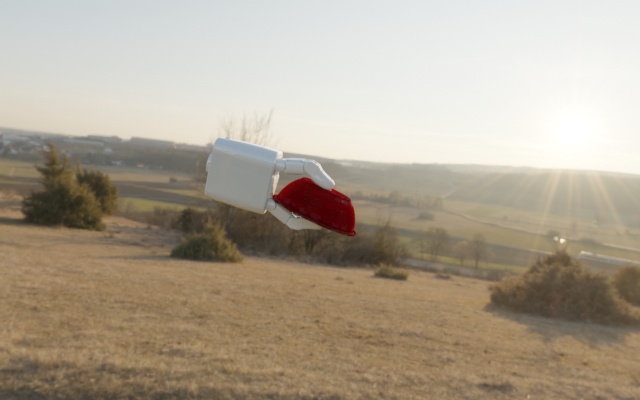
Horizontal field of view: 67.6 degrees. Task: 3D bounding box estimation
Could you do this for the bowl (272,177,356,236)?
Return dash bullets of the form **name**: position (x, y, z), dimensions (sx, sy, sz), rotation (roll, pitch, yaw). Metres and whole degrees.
- **bowl**: position (0.001, 0.003, 0.833), dimensions (0.162, 0.055, 0.162), rotation (25, 6, -3)
